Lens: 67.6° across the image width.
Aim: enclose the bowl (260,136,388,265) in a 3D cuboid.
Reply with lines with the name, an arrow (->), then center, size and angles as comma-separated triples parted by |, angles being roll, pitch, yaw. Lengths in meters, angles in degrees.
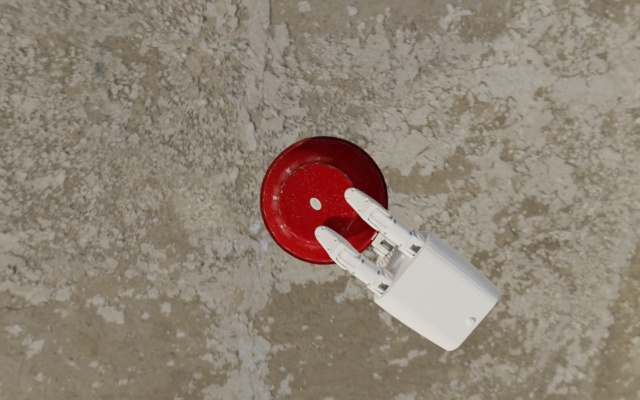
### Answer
bowl -> -0.001, 0.001, 0.569 | 0.162, 0.162, 0.055 | 0, 3, 7
